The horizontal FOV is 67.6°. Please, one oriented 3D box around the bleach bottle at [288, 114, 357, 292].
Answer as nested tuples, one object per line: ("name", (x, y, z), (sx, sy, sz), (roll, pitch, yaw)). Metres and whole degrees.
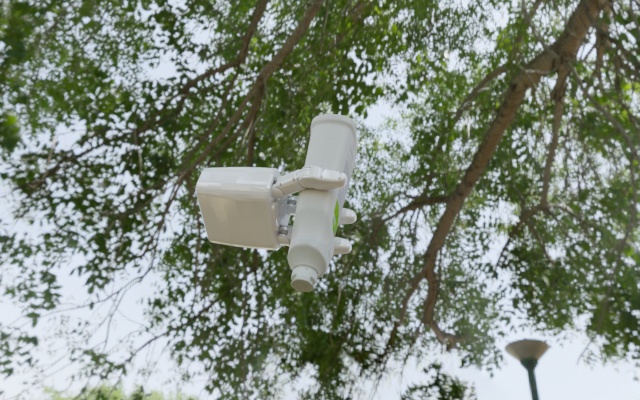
("bleach bottle", (0.000, 0.002, 0.644), (0.068, 0.250, 0.103), (4, -40, 12))
